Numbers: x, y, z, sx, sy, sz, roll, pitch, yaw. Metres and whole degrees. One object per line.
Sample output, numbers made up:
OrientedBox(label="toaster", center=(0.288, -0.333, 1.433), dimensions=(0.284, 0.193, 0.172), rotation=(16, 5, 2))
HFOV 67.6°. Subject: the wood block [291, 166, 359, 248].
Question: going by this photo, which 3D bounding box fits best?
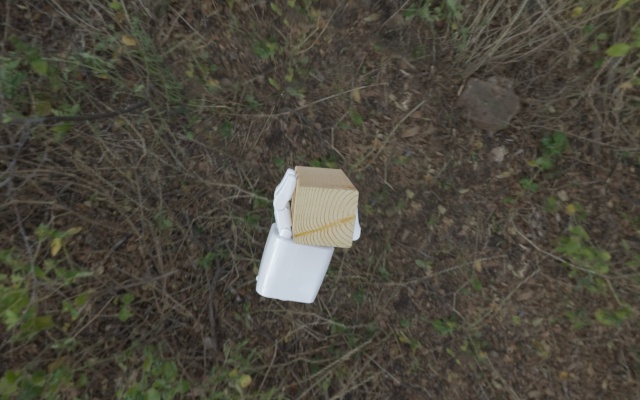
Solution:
OrientedBox(label="wood block", center=(0.000, 0.003, 0.799), dimensions=(0.091, 0.090, 0.206), rotation=(5, 12, -6))
